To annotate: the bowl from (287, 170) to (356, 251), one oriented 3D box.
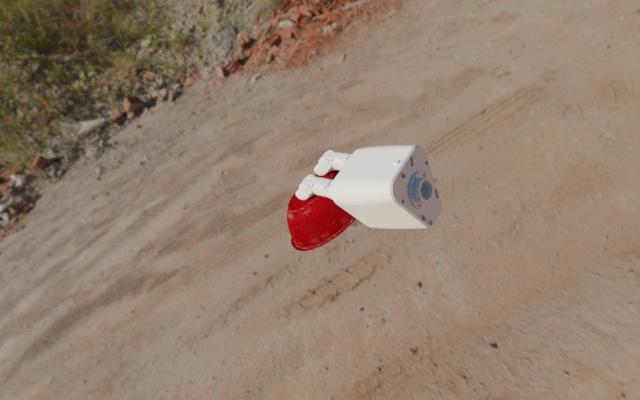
[{"bbox_3d":[-0.001,0.003,0.759,0.055,0.162,0.162,48,-22,-22],"label":"bowl"}]
